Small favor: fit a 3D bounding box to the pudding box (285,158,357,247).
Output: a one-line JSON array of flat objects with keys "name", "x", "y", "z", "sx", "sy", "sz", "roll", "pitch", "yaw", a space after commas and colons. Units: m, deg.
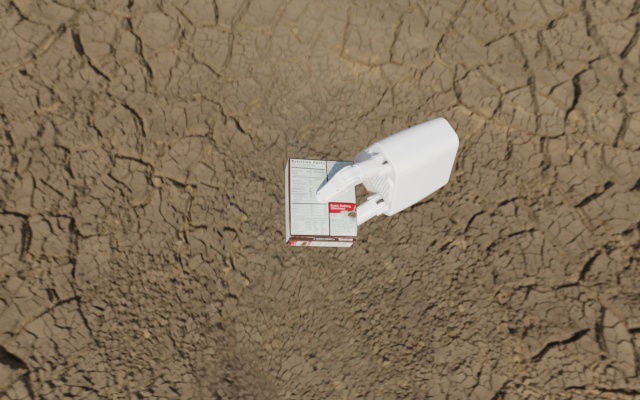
[{"name": "pudding box", "x": 0.000, "y": 0.002, "z": 0.620, "sx": 0.090, "sy": 0.113, "sz": 0.039, "roll": 2, "pitch": -24, "yaw": -9}]
